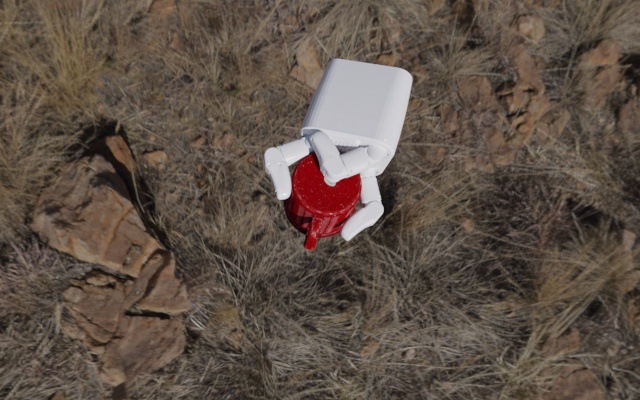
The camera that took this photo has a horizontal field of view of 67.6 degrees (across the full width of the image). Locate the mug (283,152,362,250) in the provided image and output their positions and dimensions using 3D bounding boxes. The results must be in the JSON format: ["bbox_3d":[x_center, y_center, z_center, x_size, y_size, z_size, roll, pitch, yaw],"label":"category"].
[{"bbox_3d":[0.000,0.003,0.571,0.093,0.117,0.081,18,-19,-1],"label":"mug"}]
